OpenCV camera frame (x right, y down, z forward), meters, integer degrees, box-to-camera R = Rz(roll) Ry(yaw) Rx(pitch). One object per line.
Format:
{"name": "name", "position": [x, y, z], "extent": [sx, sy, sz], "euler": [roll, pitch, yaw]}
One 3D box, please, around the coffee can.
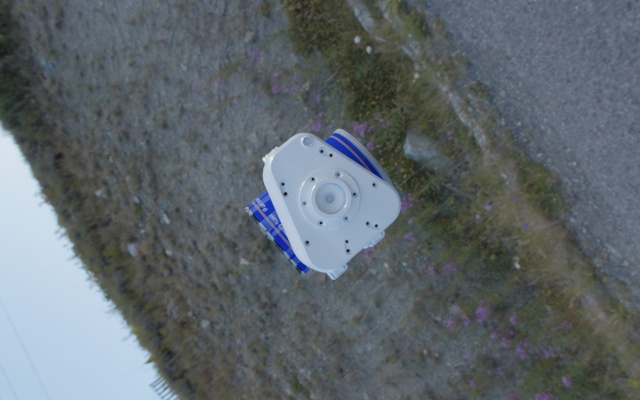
{"name": "coffee can", "position": [0.000, 0.002, 0.546], "extent": [0.140, 0.103, 0.103], "euler": [-41, 5, -6]}
